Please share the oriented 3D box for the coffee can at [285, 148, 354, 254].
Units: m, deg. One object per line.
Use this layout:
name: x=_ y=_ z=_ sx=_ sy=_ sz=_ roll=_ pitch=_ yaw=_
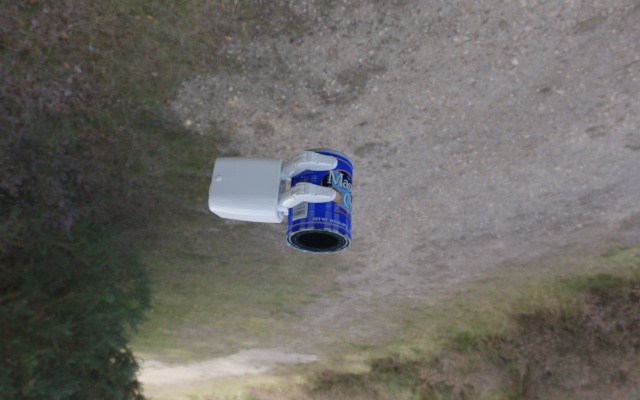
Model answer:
coffee can: x=0.000 y=0.002 z=0.765 sx=0.103 sy=0.140 sz=0.103 roll=3 pitch=-27 yaw=1
